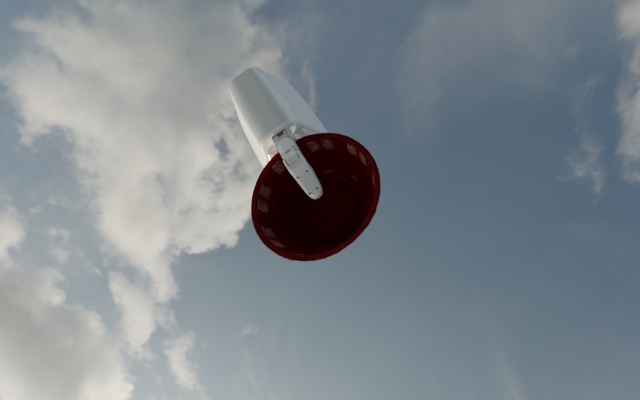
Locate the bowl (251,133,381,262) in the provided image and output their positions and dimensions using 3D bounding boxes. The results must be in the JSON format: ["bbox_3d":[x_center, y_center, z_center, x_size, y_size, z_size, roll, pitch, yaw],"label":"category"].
[{"bbox_3d":[0.001,0.003,0.572,0.162,0.162,0.055,0,-23,23],"label":"bowl"}]
